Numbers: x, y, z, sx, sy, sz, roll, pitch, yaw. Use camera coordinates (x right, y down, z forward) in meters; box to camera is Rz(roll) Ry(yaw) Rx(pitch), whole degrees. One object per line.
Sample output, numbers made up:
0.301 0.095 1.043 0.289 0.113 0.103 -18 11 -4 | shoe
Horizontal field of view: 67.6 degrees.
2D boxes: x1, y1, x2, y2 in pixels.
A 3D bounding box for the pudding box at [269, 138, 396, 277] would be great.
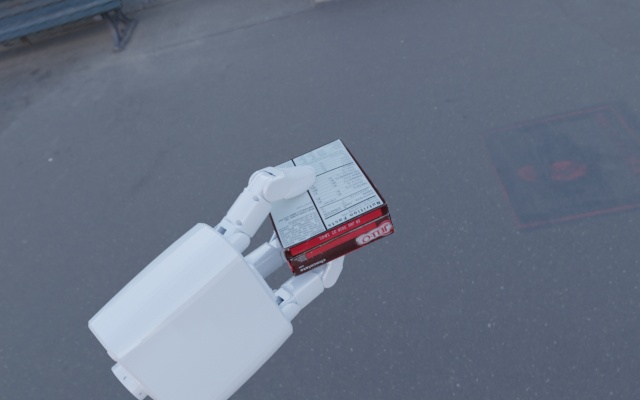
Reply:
0.000 0.001 0.412 0.090 0.039 0.113 -23 42 -3 | pudding box
